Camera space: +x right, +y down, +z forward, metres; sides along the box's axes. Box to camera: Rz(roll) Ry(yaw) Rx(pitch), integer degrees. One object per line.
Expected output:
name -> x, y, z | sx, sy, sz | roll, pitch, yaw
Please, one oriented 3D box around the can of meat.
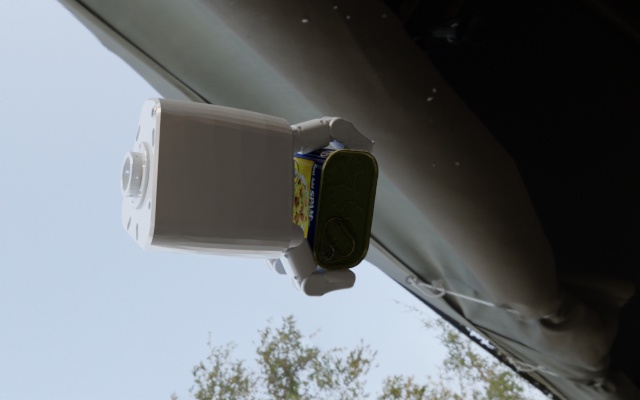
can of meat -> 0.000, 0.001, 0.432 | 0.057, 0.102, 0.084 | 0, 10, -34
